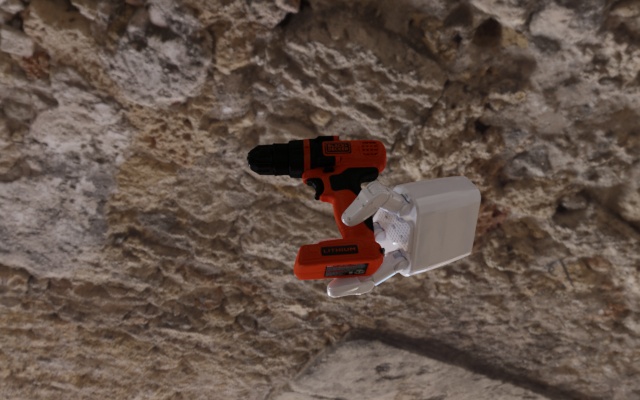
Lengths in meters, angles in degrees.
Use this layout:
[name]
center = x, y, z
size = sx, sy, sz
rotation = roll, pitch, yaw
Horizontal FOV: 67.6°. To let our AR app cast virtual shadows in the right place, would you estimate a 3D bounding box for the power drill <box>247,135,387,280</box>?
[power drill]
center = 0.000, 0.002, 0.598
size = 0.184, 0.187, 0.057
rotation = -3, -28, -3
